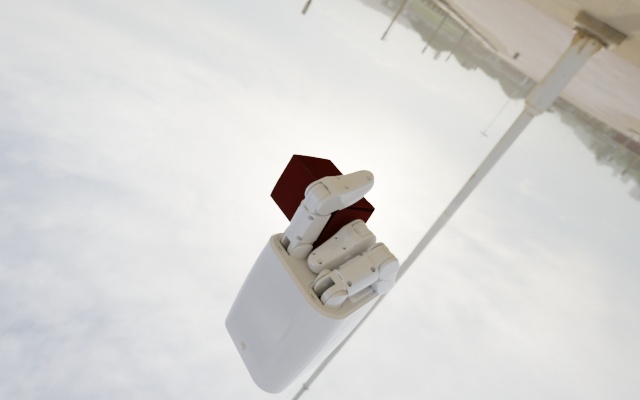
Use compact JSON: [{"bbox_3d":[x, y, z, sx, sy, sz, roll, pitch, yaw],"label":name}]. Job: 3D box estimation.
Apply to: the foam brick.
[{"bbox_3d":[0.000,0.001,0.440,0.053,0.051,0.078,6,35,-45],"label":"foam brick"}]
